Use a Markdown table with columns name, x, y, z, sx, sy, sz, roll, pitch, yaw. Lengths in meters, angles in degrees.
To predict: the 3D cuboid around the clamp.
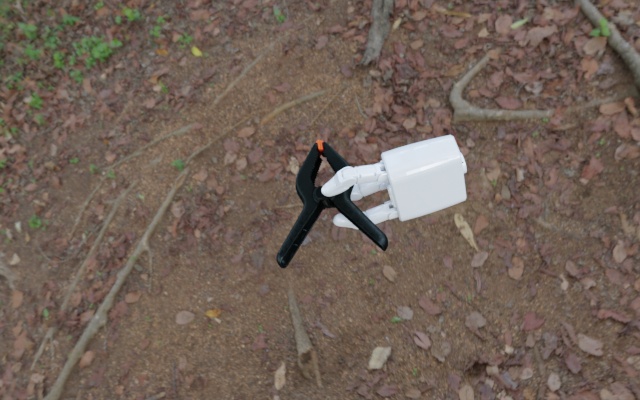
| name | x | y | z | sx | sy | sz | roll | pitch | yaw |
| --- | --- | --- | --- | --- | --- | --- | --- | --- | --- |
| clamp | 0.000 | 0.001 | 0.730 | 0.164 | 0.209 | 0.036 | -17 | -31 | 7 |
